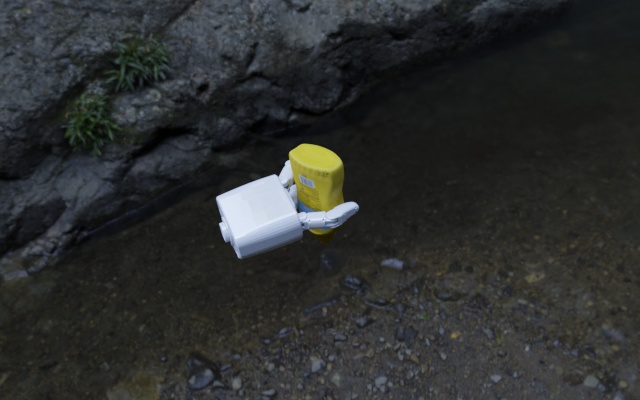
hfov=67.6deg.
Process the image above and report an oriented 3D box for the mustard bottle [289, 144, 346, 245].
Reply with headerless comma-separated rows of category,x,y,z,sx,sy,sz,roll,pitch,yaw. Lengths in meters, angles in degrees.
mustard bottle,0.000,0.002,0.813,0.096,0.192,0.058,26,49,34
